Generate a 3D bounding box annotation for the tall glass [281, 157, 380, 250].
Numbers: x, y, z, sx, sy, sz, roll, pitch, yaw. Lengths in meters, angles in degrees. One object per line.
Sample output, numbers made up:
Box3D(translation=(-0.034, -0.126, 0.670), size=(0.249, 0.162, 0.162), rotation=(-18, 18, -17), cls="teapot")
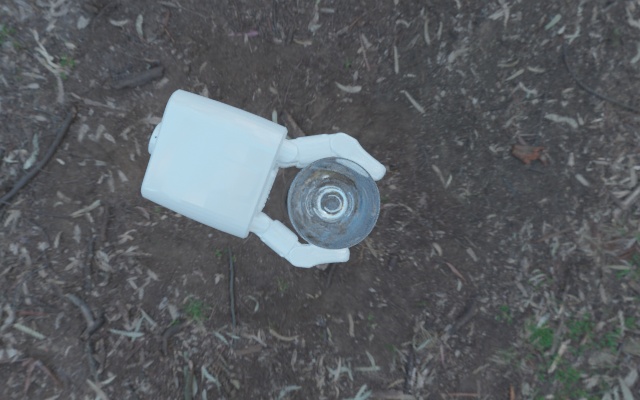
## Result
Box3D(translation=(0.000, 0.002, 0.476), size=(0.079, 0.079, 0.201), rotation=(0, 0, -6), cls="tall glass")
